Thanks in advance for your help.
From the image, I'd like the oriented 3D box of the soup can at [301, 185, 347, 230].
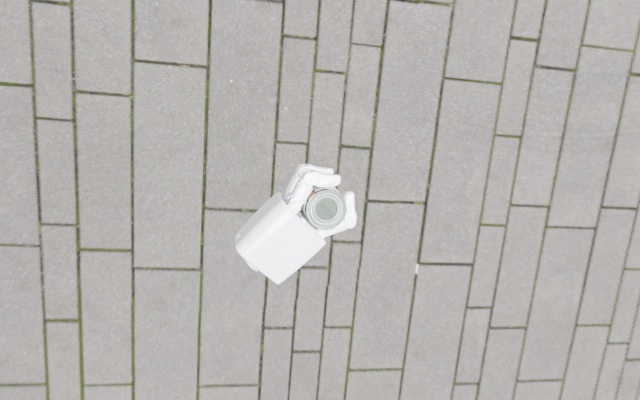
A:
[{"bbox_3d":[0.001,0.002,0.784,0.068,0.068,0.102,0,14,-10],"label":"soup can"}]
